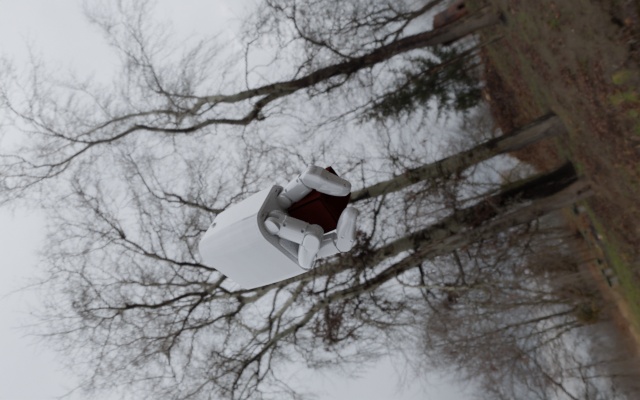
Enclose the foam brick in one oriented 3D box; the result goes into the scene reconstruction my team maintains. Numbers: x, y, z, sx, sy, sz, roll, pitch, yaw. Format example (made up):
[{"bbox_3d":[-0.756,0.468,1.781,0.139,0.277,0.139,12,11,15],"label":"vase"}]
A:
[{"bbox_3d":[0.000,0.002,0.624,0.051,0.053,0.078,-25,25,28],"label":"foam brick"}]
